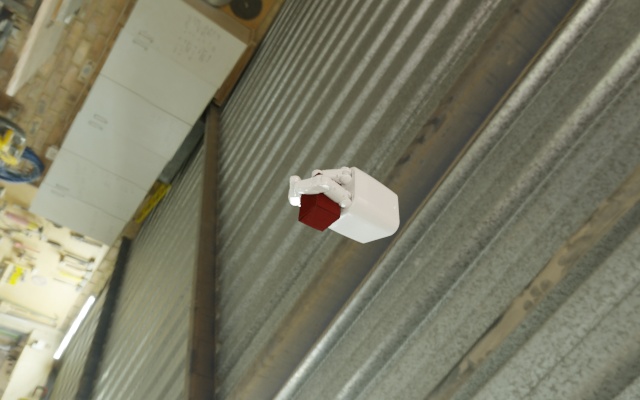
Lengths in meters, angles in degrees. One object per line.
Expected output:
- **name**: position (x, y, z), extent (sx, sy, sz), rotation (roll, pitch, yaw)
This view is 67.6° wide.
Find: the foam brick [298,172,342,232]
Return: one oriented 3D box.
- **foam brick**: position (0.000, 0.003, 0.805), extent (0.051, 0.078, 0.053), rotation (29, -46, -25)
